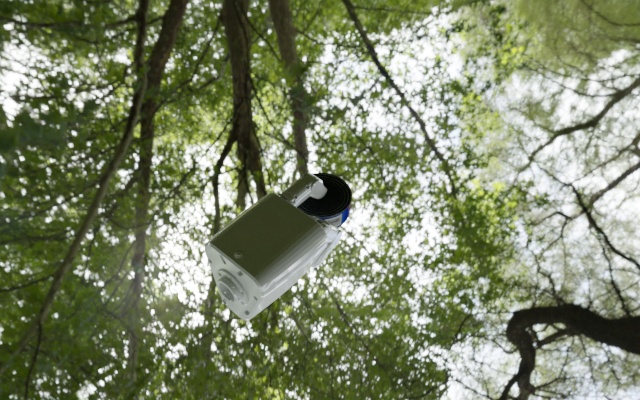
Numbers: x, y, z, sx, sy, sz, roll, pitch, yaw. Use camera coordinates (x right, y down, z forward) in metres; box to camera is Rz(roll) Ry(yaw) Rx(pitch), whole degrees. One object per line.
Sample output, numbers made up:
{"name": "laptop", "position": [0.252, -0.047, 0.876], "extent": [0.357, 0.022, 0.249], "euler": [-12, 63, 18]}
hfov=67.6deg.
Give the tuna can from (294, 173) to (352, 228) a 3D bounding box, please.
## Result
{"name": "tuna can", "position": [0.000, 0.003, 0.664], "extent": [0.086, 0.086, 0.034], "euler": [0, -44, -2]}
